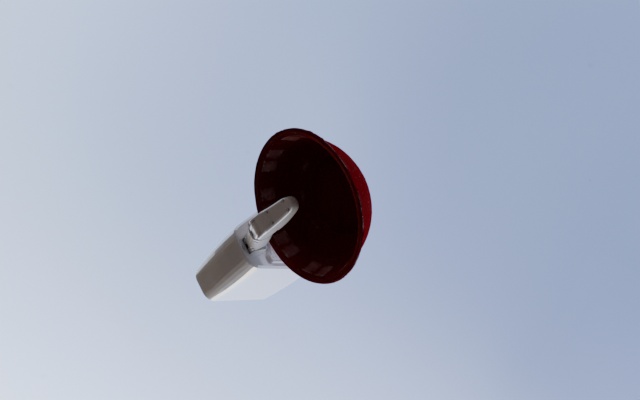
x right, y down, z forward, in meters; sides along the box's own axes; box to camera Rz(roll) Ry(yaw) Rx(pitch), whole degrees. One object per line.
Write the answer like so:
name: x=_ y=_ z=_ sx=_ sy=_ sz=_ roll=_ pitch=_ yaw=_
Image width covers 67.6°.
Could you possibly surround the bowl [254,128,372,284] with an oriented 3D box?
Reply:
bowl: x=0.001 y=0.001 z=0.496 sx=0.055 sy=0.162 sz=0.162 roll=-18 pitch=12 yaw=-40
